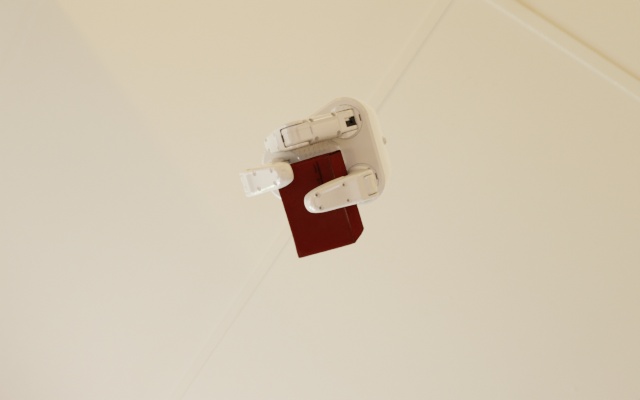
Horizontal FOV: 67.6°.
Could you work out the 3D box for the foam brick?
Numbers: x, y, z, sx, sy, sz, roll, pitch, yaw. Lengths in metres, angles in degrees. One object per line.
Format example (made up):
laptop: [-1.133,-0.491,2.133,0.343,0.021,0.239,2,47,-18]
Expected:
foam brick: [0.000,0.002,0.412,0.053,0.078,0.051,-14,6,15]
